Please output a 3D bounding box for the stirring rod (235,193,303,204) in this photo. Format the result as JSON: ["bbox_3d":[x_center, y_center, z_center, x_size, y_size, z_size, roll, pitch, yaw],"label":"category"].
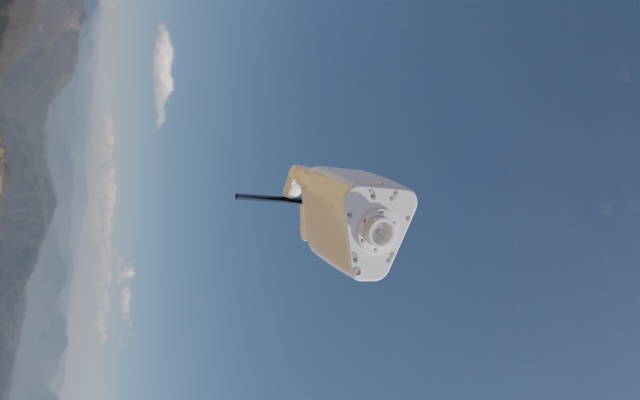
[{"bbox_3d":[0.000,0.002,0.664,0.239,0.011,0.011,4,-2,-25],"label":"stirring rod"}]
